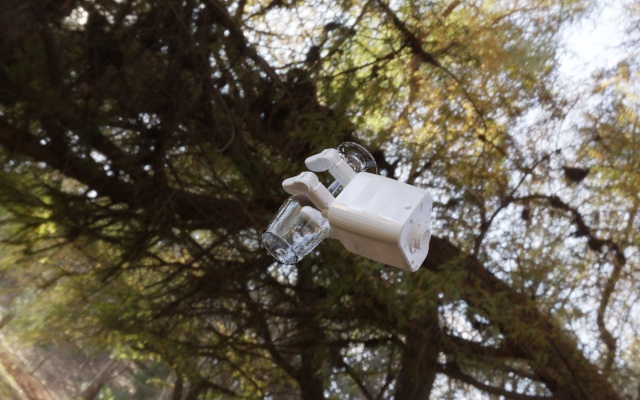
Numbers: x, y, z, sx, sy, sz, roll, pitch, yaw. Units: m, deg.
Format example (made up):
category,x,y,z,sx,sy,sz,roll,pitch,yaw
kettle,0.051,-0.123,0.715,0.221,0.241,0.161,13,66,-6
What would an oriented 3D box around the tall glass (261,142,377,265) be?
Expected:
category,x,y,z,sx,sy,sz,roll,pitch,yaw
tall glass,0.000,0.002,0.690,0.079,0.079,0.201,0,39,47
